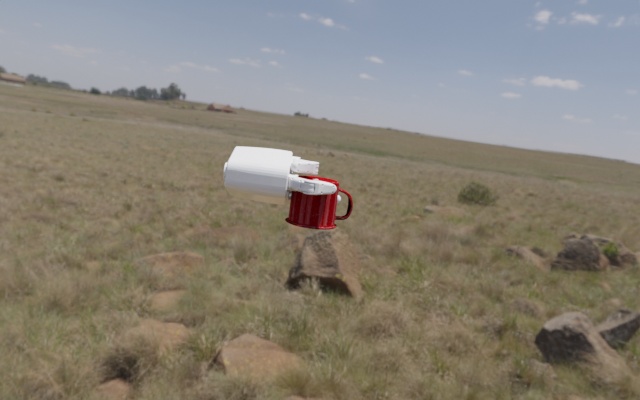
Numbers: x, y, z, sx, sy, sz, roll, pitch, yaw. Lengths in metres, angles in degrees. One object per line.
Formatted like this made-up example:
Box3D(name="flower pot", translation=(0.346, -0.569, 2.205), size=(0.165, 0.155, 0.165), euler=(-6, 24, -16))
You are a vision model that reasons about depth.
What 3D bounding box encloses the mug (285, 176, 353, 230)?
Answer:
Box3D(name="mug", translation=(0.002, 0.003, 0.846), size=(0.117, 0.081, 0.093), euler=(7, 8, -5))
